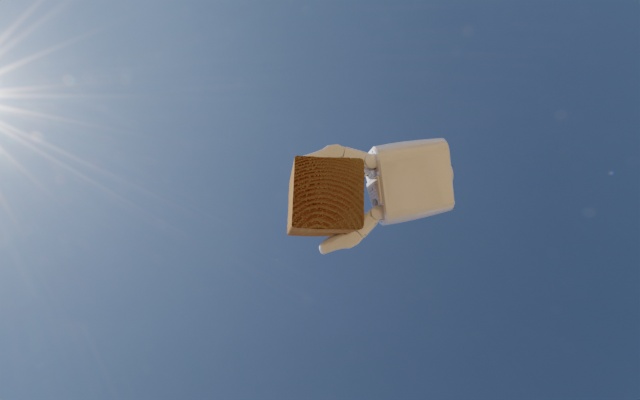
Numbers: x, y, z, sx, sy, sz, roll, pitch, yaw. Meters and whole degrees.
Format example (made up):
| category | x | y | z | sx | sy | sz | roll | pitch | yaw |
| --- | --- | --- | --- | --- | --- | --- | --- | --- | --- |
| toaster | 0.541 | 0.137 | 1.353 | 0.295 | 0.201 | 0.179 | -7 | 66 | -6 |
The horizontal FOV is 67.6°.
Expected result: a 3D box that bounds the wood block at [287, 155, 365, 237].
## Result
| category | x | y | z | sx | sy | sz | roll | pitch | yaw |
| --- | --- | --- | --- | --- | --- | --- | --- | --- | --- |
| wood block | 0.000 | 0.003 | 0.682 | 0.090 | 0.091 | 0.206 | 2 | -7 | -5 |
